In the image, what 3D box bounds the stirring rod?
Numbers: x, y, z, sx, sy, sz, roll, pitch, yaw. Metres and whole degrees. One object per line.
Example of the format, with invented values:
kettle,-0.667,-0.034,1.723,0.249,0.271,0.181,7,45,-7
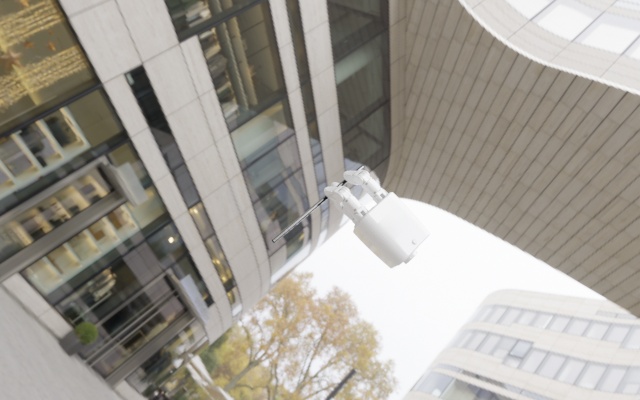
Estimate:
stirring rod,0.000,0.003,0.893,0.239,0.011,0.011,-40,20,-26
